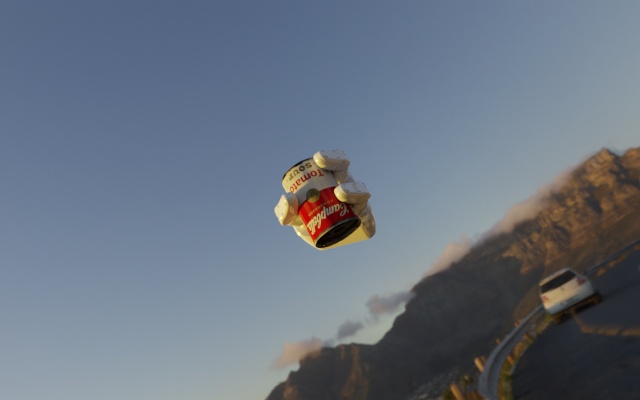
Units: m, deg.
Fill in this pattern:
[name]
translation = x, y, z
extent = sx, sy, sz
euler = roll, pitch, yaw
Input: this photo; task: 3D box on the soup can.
[soup can]
translation = 0.000, 0.002, 0.629
extent = 0.068, 0.102, 0.068
euler = -25, -22, -11
